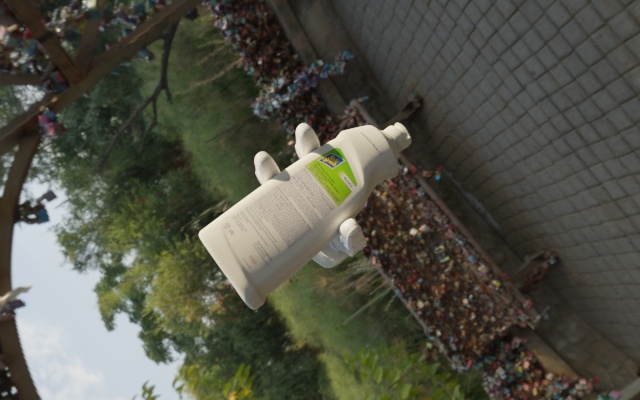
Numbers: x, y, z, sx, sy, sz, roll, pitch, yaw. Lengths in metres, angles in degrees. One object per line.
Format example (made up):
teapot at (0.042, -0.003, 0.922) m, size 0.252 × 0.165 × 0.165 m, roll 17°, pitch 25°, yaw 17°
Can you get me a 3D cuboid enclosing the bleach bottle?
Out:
bleach bottle at (0.000, 0.002, 0.519) m, size 0.251 × 0.102 × 0.068 m, roll -36°, pitch -10°, yaw -11°
